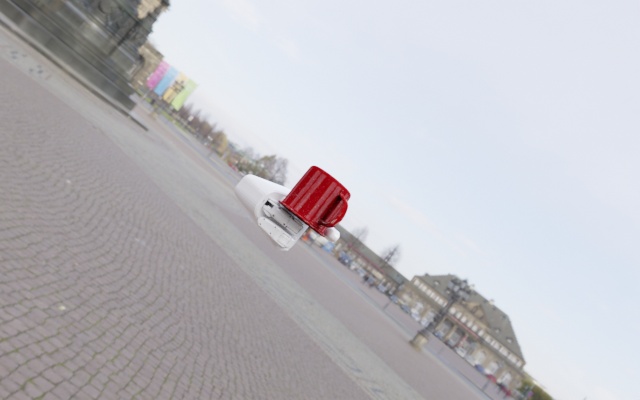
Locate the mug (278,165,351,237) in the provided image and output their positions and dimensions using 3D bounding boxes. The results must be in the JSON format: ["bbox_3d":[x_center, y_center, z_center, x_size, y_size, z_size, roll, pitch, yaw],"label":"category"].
[{"bbox_3d":[0.001,0.003,0.747,0.093,0.081,0.117,42,-6,-37],"label":"mug"}]
